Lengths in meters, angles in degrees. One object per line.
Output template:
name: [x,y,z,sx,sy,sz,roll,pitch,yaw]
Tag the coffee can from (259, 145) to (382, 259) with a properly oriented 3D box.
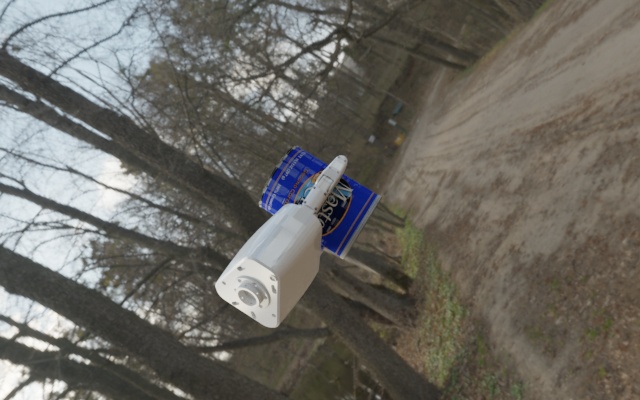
coffee can: [0.000,0.002,0.669,0.140,0.103,0.103,32,3,6]
